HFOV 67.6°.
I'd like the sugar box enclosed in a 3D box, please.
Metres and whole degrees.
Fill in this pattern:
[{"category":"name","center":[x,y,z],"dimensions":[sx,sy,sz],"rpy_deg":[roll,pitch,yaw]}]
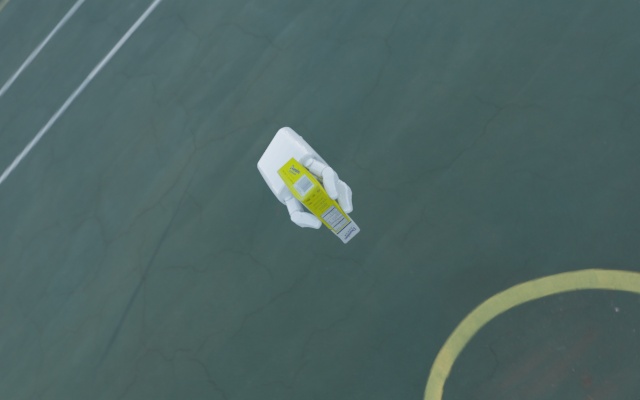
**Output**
[{"category":"sugar box","center":[0.000,0.002,0.865],"dimensions":[0.093,0.048,0.176],"rpy_deg":[50,6,40]}]
